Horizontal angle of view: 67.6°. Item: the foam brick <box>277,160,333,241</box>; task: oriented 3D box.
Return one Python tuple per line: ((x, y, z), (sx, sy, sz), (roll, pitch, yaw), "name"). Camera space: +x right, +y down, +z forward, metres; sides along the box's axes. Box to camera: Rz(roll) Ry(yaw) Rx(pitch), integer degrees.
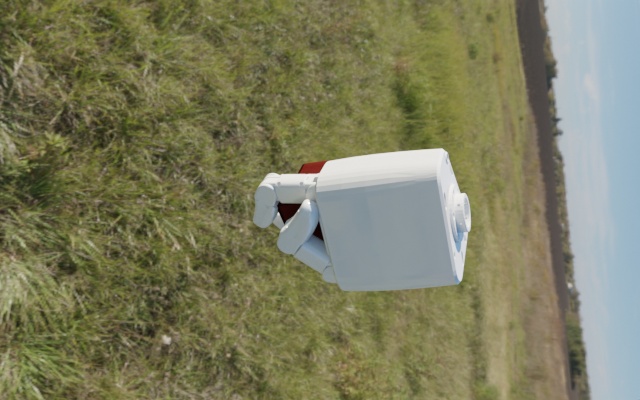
((0.000, 0.001, 0.477), (0.051, 0.053, 0.078), (-6, 33, 26), "foam brick")
